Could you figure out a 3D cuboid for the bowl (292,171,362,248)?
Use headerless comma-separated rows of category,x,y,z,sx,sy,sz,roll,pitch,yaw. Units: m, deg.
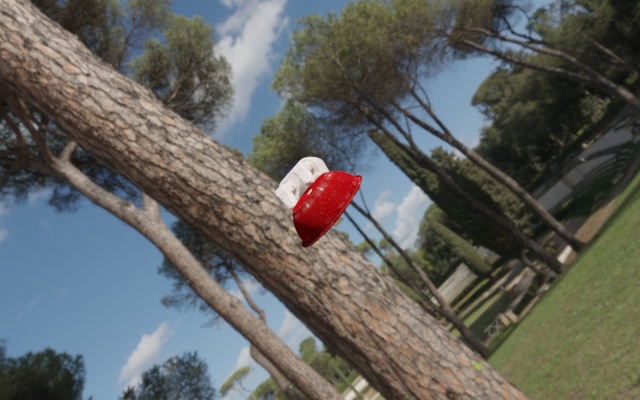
bowl,0.000,0.003,0.831,0.055,0.162,0.162,39,-8,-10
